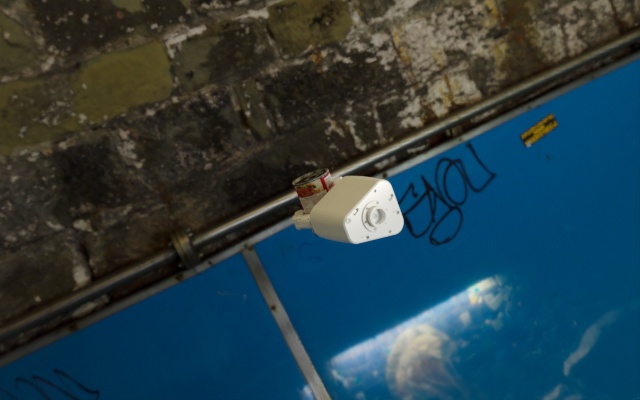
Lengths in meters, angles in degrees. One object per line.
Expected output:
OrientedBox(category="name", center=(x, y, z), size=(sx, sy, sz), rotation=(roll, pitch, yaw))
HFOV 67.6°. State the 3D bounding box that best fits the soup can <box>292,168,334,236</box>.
OrientedBox(category="soup can", center=(0.000, 0.003, 0.849), size=(0.068, 0.102, 0.068), rotation=(-20, 15, 6))
